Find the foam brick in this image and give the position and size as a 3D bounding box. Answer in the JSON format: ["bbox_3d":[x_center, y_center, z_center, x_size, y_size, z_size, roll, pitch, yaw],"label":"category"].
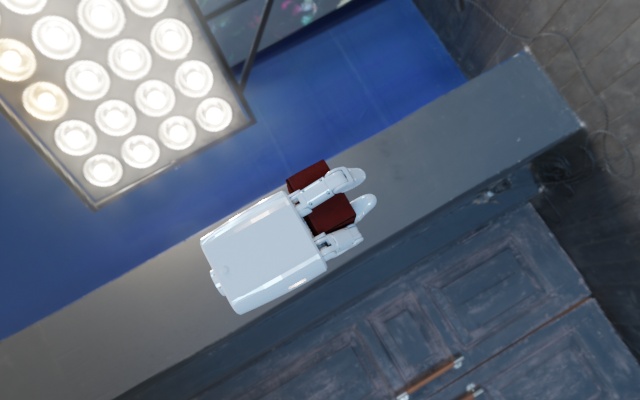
[{"bbox_3d":[0.000,0.002,0.554,0.051,0.078,0.053,-29,-12,-6],"label":"foam brick"}]
